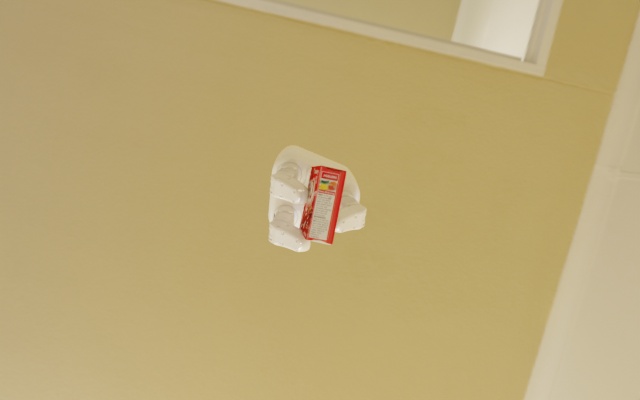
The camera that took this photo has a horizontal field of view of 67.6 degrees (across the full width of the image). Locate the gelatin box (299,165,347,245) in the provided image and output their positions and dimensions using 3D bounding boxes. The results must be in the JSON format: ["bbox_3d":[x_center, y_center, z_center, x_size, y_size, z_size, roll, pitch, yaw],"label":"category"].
[{"bbox_3d":[0.001,0.002,0.496,0.030,0.073,0.089,11,3,-7],"label":"gelatin box"}]
